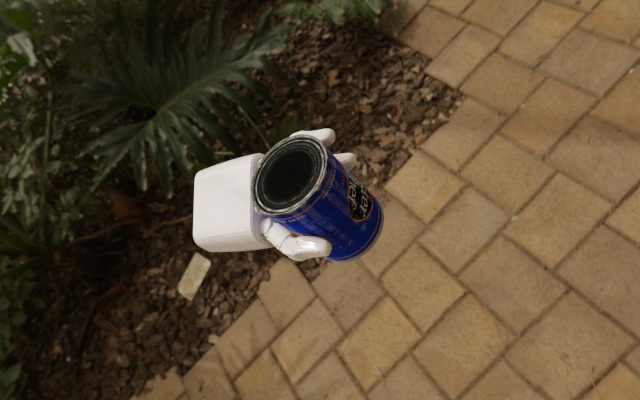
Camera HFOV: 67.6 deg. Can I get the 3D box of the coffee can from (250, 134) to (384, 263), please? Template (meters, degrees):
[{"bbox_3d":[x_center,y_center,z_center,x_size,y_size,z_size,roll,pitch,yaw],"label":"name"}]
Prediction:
[{"bbox_3d":[0.000,0.002,0.570,0.103,0.102,0.140,0,-27,36],"label":"coffee can"}]
